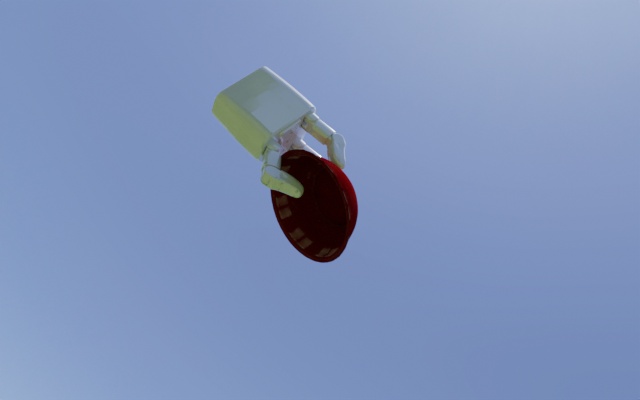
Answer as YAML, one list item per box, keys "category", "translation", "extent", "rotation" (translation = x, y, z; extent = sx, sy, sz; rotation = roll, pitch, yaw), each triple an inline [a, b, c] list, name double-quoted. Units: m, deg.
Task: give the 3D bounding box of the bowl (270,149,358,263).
- category: "bowl"
  translation: [0.001, 0.003, 0.667]
  extent: [0.055, 0.162, 0.162]
  rotation: [-21, 13, -39]
